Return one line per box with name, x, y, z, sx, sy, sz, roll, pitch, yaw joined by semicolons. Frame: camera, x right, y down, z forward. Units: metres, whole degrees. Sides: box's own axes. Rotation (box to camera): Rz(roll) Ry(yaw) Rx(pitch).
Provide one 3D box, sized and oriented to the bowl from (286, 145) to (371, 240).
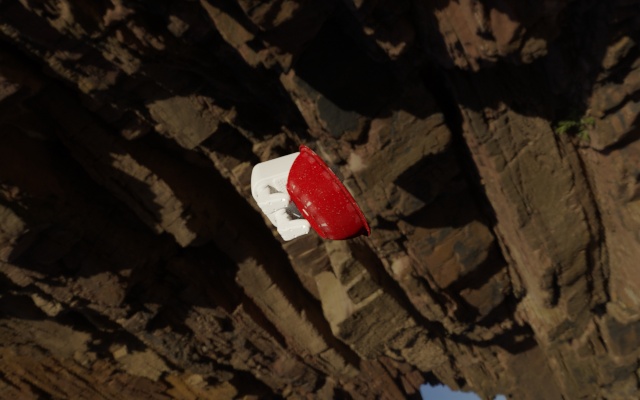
bowl;0.000;0.003;0.676;0.055;0.162;0.162;-38;6;-8
